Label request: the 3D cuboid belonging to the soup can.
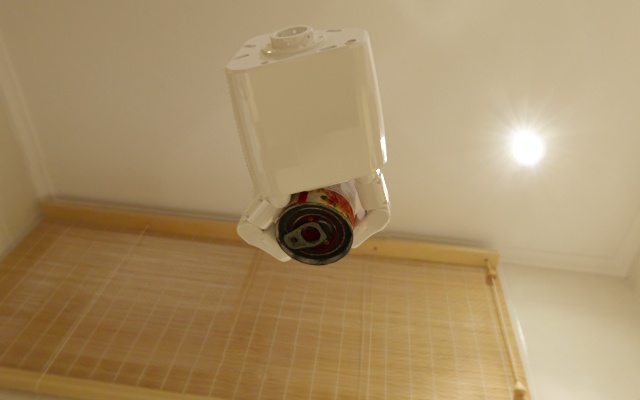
[{"bbox_3d":[0.000,0.002,0.447,0.068,0.068,0.102,0,35,8],"label":"soup can"}]
